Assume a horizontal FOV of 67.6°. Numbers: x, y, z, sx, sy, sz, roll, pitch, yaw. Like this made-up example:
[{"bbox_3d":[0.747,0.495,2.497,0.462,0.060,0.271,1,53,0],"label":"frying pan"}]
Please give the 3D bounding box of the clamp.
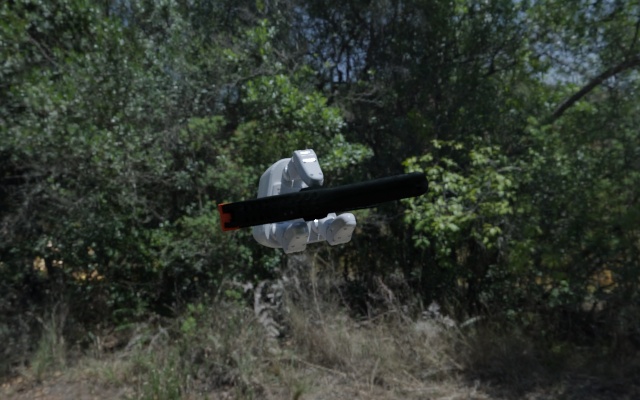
[{"bbox_3d":[-0.001,0.001,0.511,0.210,0.036,0.164,-8,-5,-18],"label":"clamp"}]
